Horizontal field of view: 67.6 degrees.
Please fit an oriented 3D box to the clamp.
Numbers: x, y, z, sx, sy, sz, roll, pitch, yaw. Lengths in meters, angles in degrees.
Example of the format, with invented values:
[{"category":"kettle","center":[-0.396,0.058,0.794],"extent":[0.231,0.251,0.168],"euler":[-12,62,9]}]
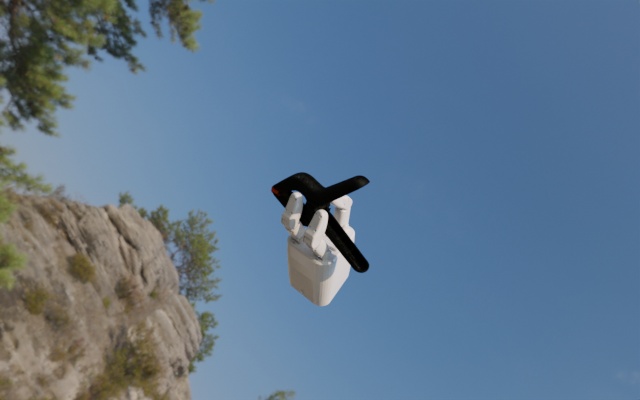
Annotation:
[{"category":"clamp","center":[0.000,0.002,0.750],"extent":[0.210,0.165,0.036],"euler":[32,43,34]}]
